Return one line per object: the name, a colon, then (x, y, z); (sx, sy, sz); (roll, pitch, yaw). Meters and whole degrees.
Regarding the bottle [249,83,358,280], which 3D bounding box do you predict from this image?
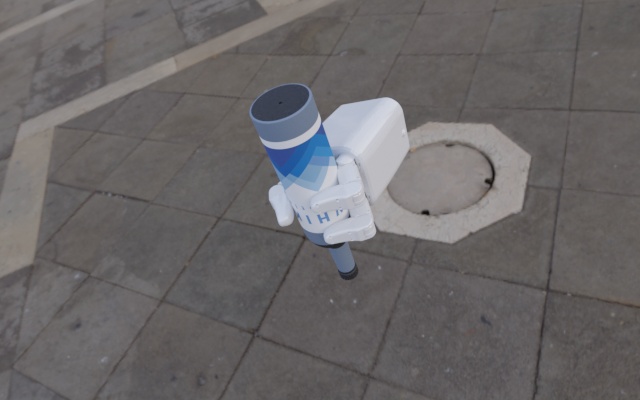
bottle: (0.000, 0.002, 0.578); (0.069, 0.069, 0.296); (0, -43, 22)
